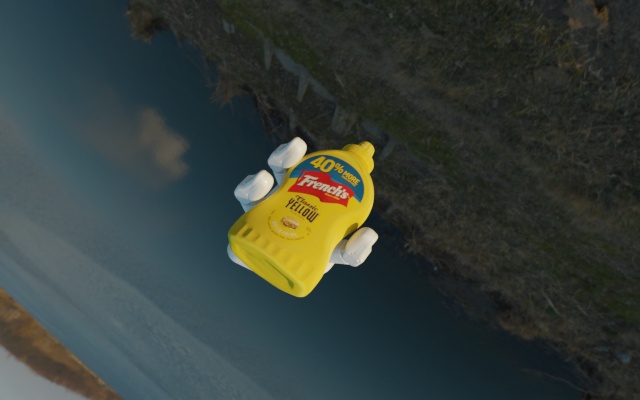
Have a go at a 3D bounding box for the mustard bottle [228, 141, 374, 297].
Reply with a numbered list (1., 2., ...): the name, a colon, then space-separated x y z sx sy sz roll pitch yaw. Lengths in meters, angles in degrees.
1. mustard bottle: 0.000 0.002 0.497 0.096 0.191 0.058 30 -33 18
